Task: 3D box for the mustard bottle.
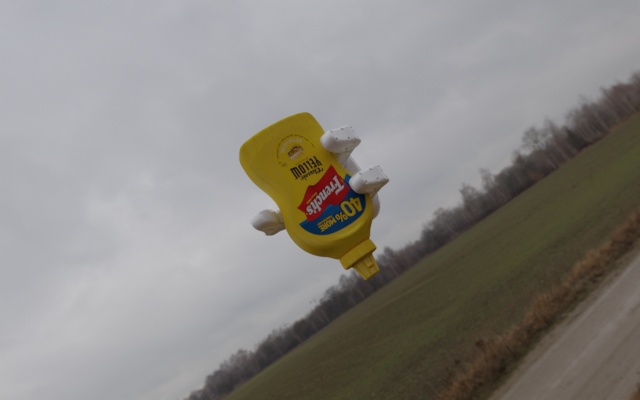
[{"bbox_3d":[0.000,0.001,0.513,0.096,0.191,0.058,-31,-13,-21],"label":"mustard bottle"}]
